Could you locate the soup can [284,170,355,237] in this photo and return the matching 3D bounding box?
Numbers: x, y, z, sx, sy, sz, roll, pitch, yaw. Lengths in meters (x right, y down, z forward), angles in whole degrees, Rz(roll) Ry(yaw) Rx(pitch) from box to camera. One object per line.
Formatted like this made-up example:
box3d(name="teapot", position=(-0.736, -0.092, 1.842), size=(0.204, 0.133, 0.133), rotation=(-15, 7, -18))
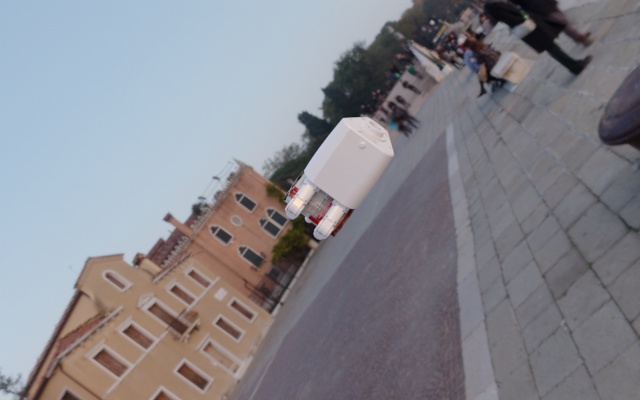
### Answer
box3d(name="soup can", position=(0.000, 0.003, 0.771), size=(0.102, 0.068, 0.068), rotation=(36, 0, 0))
